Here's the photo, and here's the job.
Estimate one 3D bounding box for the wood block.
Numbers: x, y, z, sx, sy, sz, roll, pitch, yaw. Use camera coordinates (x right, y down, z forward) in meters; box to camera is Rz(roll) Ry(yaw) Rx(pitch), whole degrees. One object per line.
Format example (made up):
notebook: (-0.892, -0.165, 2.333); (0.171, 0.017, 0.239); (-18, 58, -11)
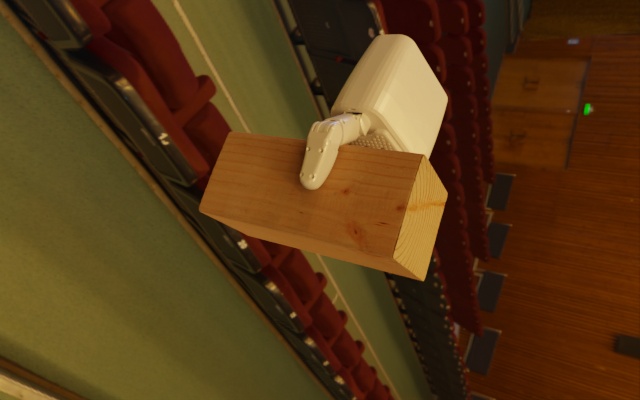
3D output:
wood block: (0.000, 0.001, 0.454); (0.206, 0.090, 0.091); (11, -16, 31)
